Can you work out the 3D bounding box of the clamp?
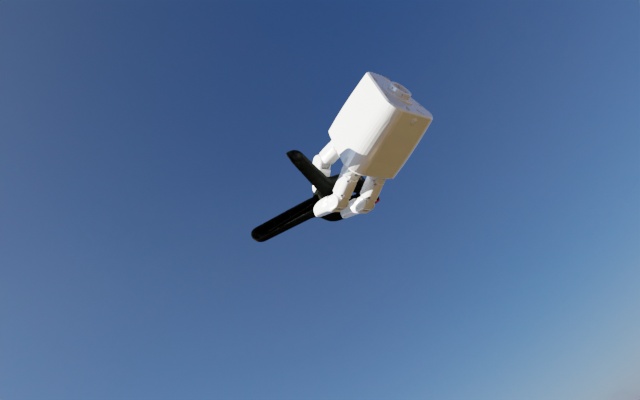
[{"bbox_3d":[0.000,0.002,0.729,0.210,0.165,0.036,5,41,-41],"label":"clamp"}]
